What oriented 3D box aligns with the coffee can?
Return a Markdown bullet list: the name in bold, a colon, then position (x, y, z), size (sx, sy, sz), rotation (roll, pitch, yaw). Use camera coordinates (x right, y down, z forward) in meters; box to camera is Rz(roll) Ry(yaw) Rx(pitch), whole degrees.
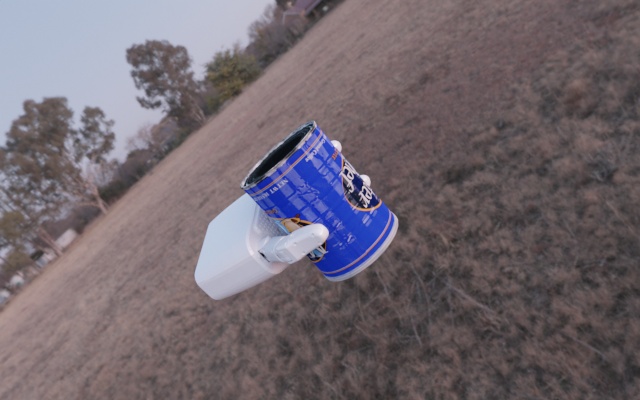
- **coffee can**: position (0.000, 0.002, 0.509), size (0.103, 0.140, 0.102), rotation (-38, 17, 14)
